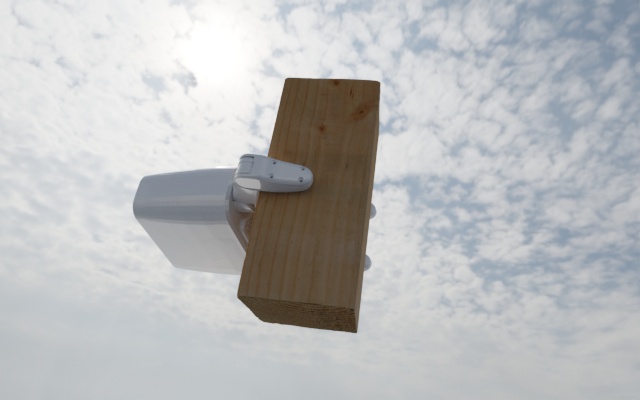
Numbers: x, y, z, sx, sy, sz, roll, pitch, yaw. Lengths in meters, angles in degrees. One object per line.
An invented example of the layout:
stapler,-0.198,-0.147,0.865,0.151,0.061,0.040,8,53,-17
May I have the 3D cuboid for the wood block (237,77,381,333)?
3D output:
wood block,0.000,0.001,0.425,0.090,0.206,0.091,5,-25,9
